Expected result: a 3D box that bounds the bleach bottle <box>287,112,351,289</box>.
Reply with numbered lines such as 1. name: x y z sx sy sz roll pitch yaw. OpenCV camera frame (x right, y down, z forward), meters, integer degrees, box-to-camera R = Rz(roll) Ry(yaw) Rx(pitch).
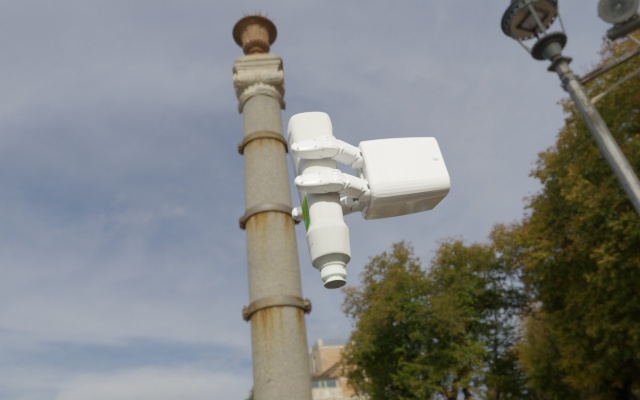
1. bleach bottle: 0.000 0.002 0.652 0.068 0.250 0.103 -6 -32 -5
